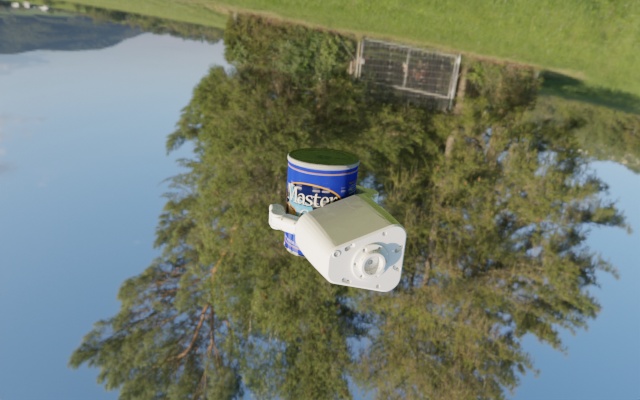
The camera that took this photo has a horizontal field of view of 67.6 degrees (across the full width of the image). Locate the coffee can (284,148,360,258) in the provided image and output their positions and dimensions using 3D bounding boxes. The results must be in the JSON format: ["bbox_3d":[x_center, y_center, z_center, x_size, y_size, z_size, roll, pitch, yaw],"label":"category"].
[{"bbox_3d":[0.000,0.002,0.703,0.103,0.140,0.102,4,19,-1],"label":"coffee can"}]
